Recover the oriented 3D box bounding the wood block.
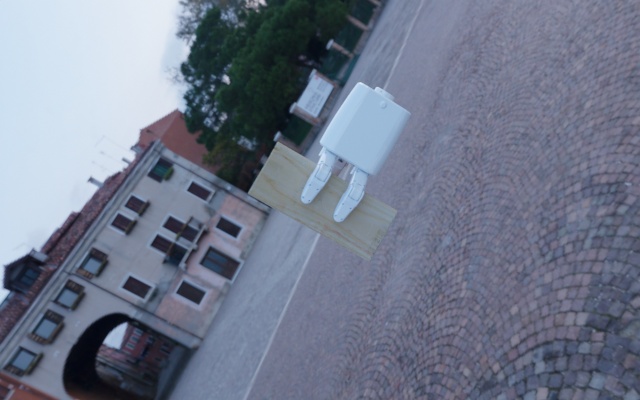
[{"bbox_3d":[0.000,0.002,0.739,0.206,0.090,0.091,30,-2,-7],"label":"wood block"}]
